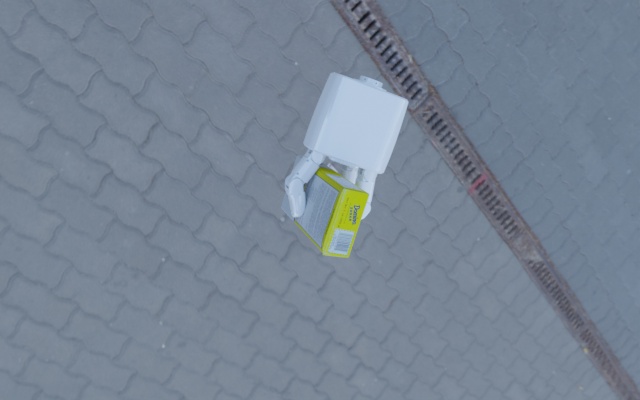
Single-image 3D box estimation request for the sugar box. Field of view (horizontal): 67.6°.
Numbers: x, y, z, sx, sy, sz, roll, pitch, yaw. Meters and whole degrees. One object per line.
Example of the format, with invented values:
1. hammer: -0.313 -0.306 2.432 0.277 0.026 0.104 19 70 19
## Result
1. sugar box: 0.001 0.002 0.678 0.048 0.093 0.176 12 14 -24
